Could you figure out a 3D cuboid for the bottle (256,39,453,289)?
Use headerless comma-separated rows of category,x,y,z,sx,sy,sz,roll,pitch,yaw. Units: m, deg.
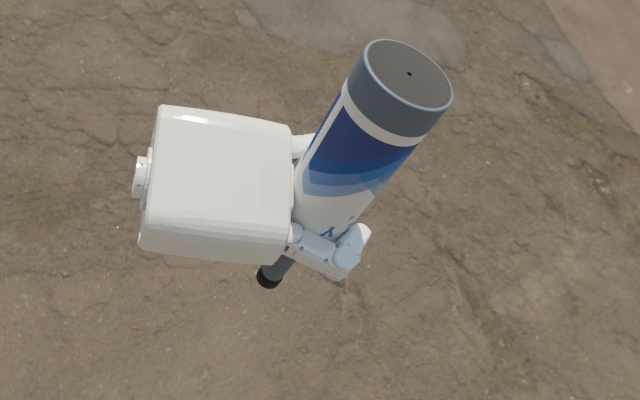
bottle,0.000,0.001,0.413,0.069,0.069,0.296,0,-34,-28
